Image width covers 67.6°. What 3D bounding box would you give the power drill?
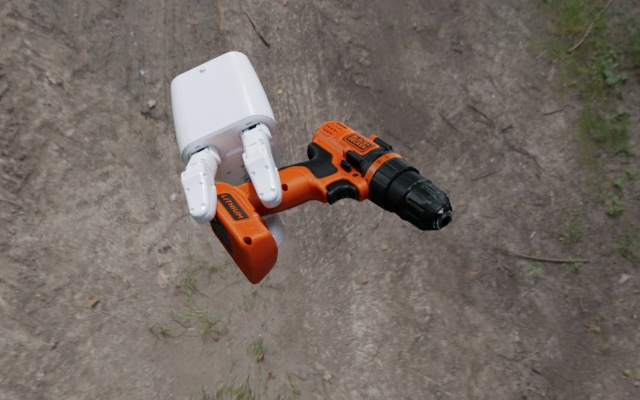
[{"bbox_3d":[0.000,0.001,0.443,0.187,0.057,0.184,-25,41,-24],"label":"power drill"}]
